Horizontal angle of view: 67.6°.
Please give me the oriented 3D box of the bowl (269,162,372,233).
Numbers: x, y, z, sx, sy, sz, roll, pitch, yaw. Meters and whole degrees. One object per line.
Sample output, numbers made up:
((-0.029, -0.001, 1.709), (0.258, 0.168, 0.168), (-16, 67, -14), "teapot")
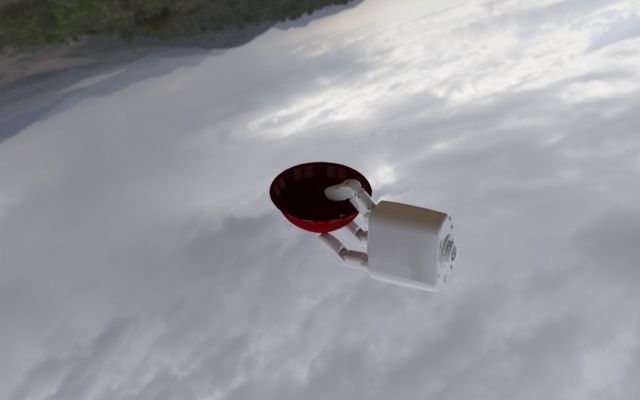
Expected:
((-0.001, 0.002, 0.765), (0.162, 0.055, 0.162), (1, 37, 0), "bowl")
